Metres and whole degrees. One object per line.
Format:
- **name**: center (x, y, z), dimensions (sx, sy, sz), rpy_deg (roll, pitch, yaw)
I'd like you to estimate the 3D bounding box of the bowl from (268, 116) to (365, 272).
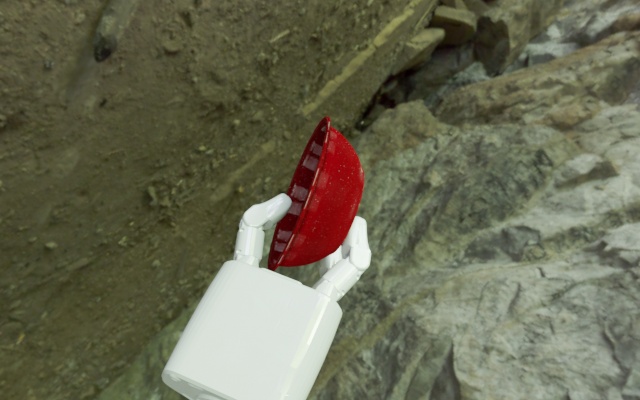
- **bowl**: center (0.001, 0.001, 0.476), dimensions (0.055, 0.162, 0.162), rpy_deg (20, -4, -10)
